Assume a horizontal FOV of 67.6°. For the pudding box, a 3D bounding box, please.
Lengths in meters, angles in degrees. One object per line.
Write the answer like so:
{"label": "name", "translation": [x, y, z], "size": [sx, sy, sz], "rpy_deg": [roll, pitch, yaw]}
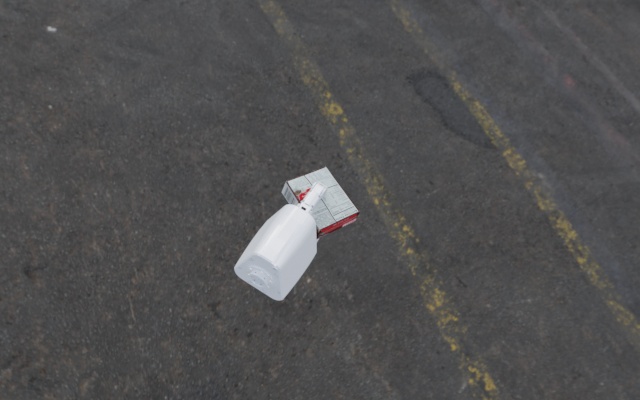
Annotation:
{"label": "pudding box", "translation": [0.000, 0.003, 0.830], "size": [0.090, 0.113, 0.039], "rpy_deg": [-22, -23, -29]}
